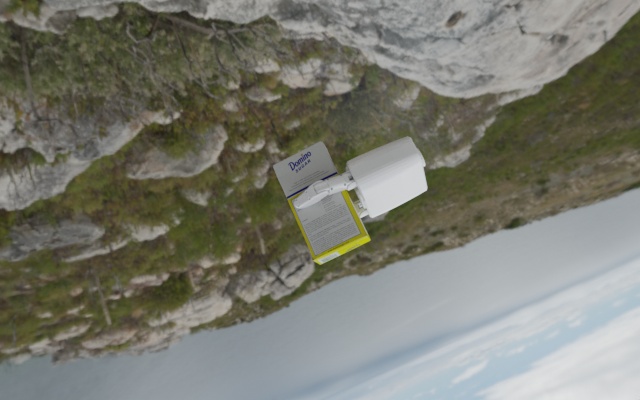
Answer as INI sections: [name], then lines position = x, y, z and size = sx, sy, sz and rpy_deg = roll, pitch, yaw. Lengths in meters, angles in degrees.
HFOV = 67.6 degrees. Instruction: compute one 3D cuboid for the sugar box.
[sugar box]
position = 0.000, 0.003, 0.763
size = 0.093, 0.176, 0.048
rpy_deg = -26, -22, 6
